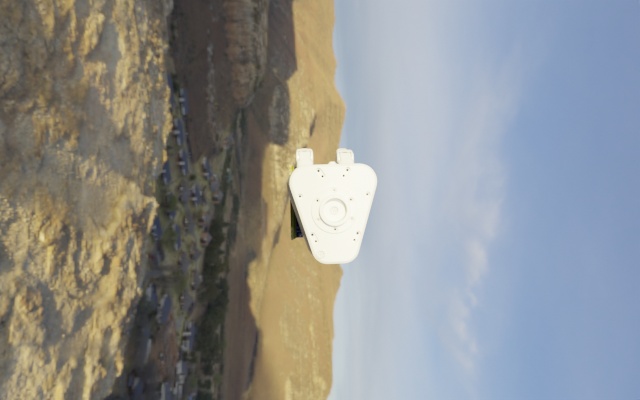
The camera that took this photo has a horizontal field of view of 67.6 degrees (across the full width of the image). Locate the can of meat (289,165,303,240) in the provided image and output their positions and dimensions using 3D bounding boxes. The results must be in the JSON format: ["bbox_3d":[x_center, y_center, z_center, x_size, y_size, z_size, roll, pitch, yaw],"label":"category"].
[{"bbox_3d":[0.000,0.002,0.657,0.084,0.102,0.057,-2,-4,-2],"label":"can of meat"}]
